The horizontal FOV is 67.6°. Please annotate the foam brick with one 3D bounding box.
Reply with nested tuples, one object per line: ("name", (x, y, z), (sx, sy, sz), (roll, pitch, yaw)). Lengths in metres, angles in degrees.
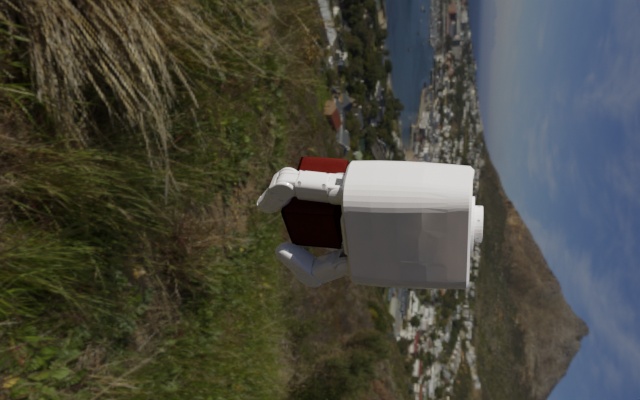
("foam brick", (0.000, 0.001, 0.475), (0.051, 0.078, 0.053), (2, -41, 16))
